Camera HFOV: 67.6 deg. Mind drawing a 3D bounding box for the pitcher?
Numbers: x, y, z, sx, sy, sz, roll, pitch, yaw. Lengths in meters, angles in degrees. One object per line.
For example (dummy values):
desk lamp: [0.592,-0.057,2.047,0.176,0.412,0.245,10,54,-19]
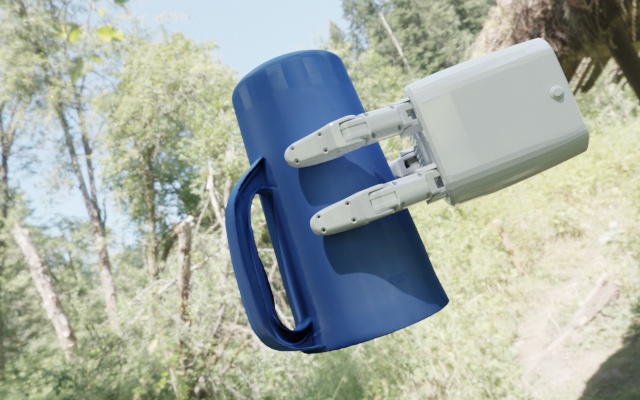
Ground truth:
pitcher: [0.000,0.001,0.414,0.145,0.243,0.149,-21,-7,8]
